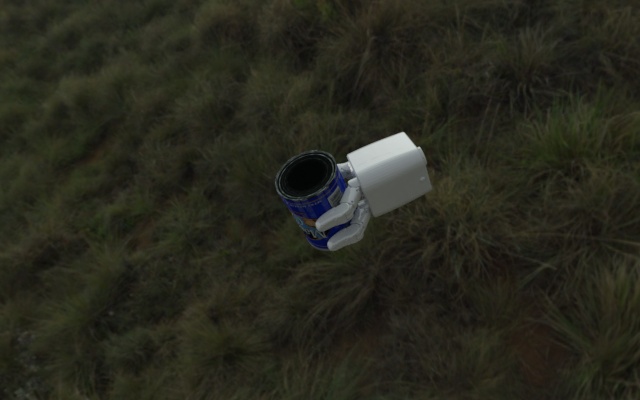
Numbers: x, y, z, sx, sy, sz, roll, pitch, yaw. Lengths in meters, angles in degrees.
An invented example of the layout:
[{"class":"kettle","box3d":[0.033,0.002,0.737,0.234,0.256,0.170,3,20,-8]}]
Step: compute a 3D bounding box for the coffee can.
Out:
[{"class":"coffee can","box3d":[0.000,0.003,0.783,0.103,0.102,0.140,0,-38,25]}]
